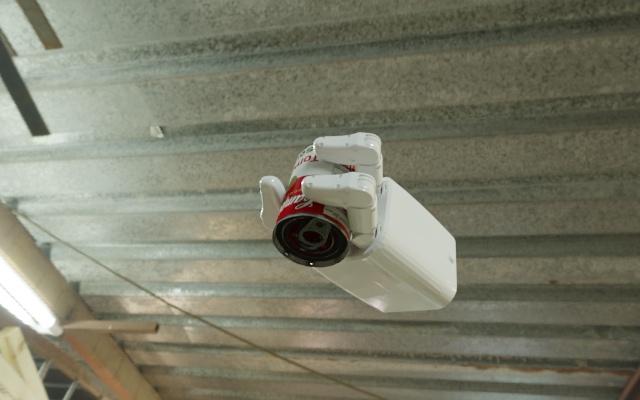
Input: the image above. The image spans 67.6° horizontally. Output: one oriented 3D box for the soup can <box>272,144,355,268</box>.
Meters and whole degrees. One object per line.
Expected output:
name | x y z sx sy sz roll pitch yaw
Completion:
soup can | 0.000 0.001 0.445 0.068 0.069 0.102 0 44 14
